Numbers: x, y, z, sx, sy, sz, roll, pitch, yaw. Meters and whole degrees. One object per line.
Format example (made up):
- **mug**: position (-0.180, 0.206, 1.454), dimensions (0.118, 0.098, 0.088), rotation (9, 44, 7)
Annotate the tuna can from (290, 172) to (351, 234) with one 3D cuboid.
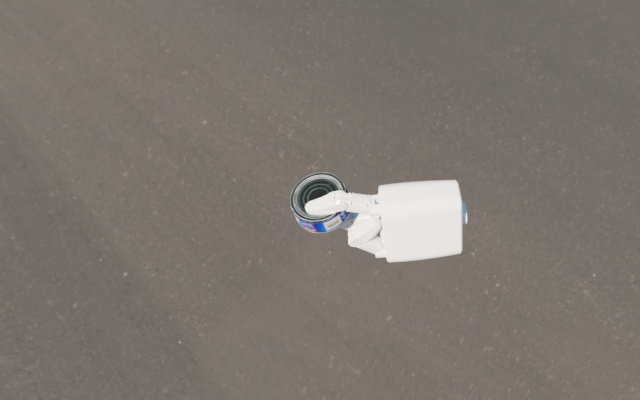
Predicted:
- **tuna can**: position (0.000, 0.002, 0.687), dimensions (0.086, 0.086, 0.034), rotation (0, -31, 16)
